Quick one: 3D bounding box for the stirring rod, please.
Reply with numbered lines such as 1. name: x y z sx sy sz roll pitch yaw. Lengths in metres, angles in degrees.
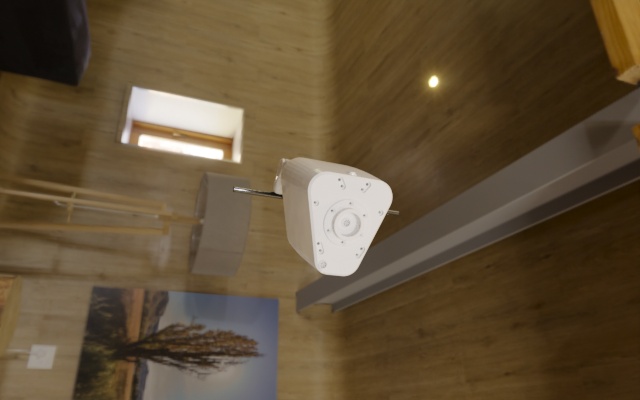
1. stirring rod: 0.000 0.002 0.657 0.239 0.011 0.011 9 -3 -19
